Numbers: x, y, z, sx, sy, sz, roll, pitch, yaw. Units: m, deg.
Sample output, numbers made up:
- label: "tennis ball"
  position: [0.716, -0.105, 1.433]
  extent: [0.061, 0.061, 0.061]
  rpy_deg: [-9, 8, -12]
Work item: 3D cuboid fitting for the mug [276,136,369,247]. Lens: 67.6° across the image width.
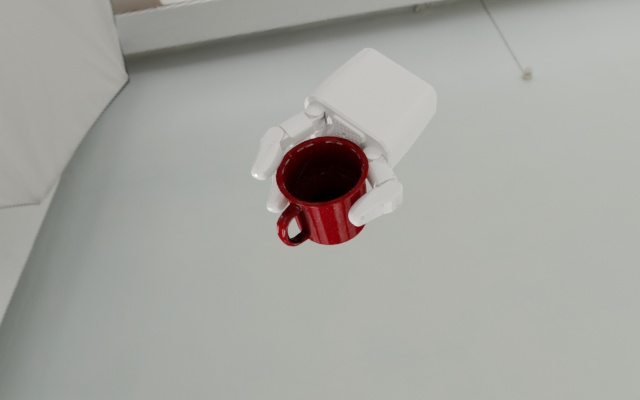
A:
- label: "mug"
  position: [-0.001, 0.003, 0.496]
  extent: [0.093, 0.117, 0.082]
  rpy_deg: [28, -27, 29]
